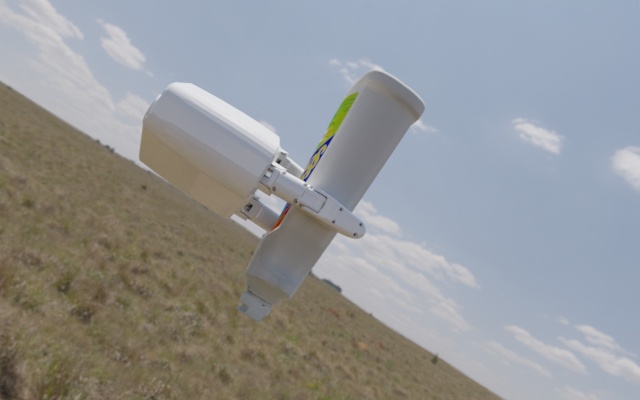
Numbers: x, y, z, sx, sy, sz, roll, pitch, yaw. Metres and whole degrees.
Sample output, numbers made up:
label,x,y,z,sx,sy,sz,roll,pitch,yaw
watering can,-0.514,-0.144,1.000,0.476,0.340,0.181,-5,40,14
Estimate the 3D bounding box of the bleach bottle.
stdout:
label,x,y,z,sx,sy,sz,roll,pitch,yaw
bleach bottle,0.000,0.001,0.458,0.068,0.251,0.102,33,-9,-11
